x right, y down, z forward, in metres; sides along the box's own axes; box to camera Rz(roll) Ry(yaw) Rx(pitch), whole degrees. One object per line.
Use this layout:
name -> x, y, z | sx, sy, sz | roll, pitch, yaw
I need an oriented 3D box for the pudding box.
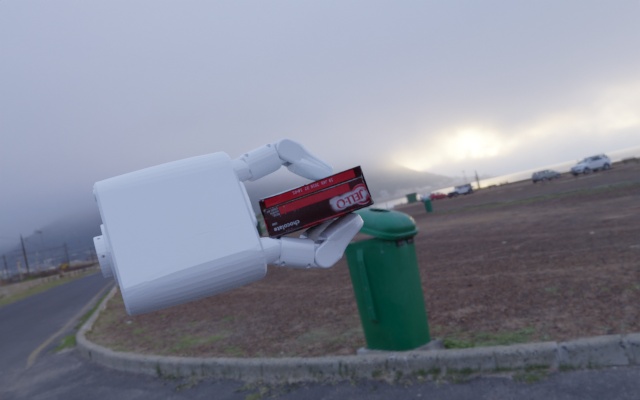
pudding box -> 0.000, 0.001, 0.434 | 0.090, 0.039, 0.113 | -18, 1, 5
